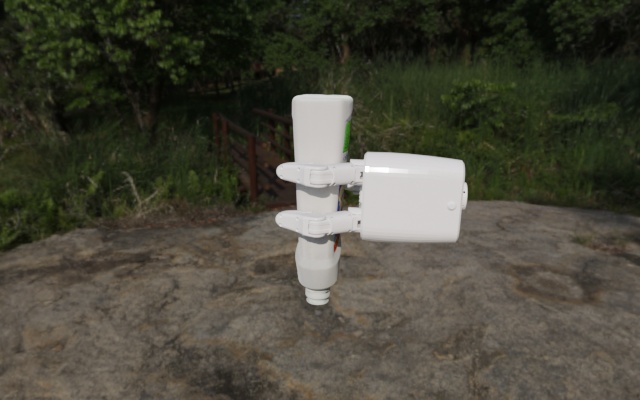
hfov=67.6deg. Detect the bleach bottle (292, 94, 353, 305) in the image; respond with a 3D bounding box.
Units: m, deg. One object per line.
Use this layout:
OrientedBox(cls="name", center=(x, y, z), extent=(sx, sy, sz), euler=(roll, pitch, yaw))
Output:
OrientedBox(cls="bleach bottle", center=(0.000, 0.002, 0.577), extent=(0.068, 0.251, 0.102), euler=(3, 15, 6))
